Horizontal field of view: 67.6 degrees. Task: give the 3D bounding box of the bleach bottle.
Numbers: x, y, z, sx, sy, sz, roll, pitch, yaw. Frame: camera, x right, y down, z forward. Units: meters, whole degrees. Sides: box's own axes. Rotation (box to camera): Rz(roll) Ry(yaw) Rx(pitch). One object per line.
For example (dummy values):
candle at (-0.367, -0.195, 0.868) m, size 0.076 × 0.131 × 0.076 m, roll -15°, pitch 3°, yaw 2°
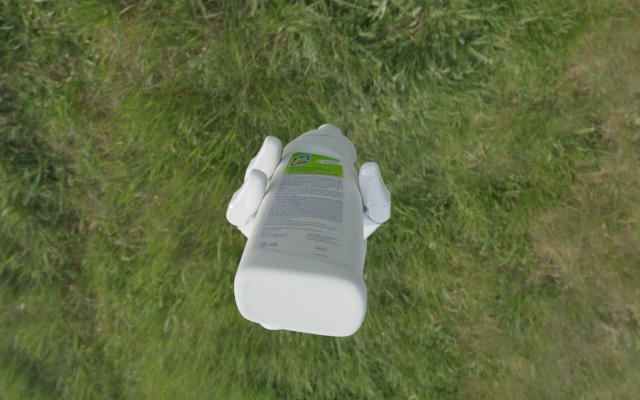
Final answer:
bleach bottle at (0.000, 0.001, 0.446) m, size 0.102 × 0.068 × 0.250 m, roll 7°, pitch 38°, yaw 5°
